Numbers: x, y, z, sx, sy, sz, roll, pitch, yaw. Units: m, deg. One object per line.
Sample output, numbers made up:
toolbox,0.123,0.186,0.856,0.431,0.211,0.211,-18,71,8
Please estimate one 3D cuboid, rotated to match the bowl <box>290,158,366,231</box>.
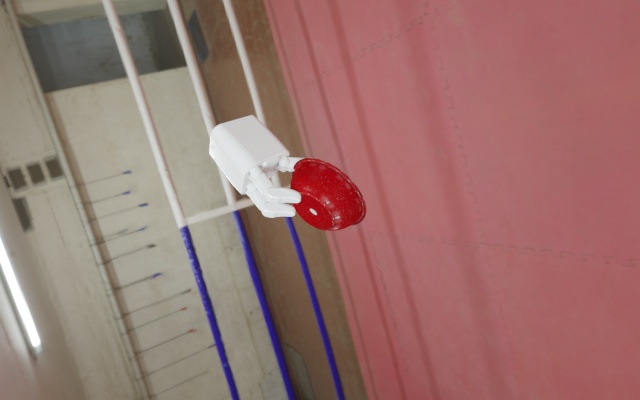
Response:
bowl,0.001,0.004,0.859,0.162,0.162,0.055,0,41,47
